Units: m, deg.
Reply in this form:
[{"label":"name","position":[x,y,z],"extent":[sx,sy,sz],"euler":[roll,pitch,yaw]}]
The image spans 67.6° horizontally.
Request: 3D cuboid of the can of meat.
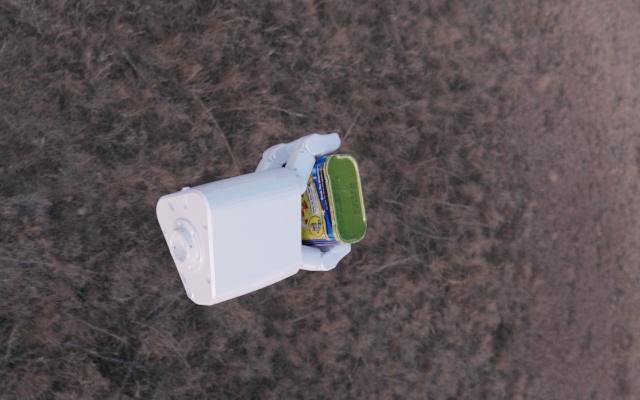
[{"label":"can of meat","position":[0.000,0.002,0.533],"extent":[0.084,0.102,0.057],"euler":[-8,2,45]}]
